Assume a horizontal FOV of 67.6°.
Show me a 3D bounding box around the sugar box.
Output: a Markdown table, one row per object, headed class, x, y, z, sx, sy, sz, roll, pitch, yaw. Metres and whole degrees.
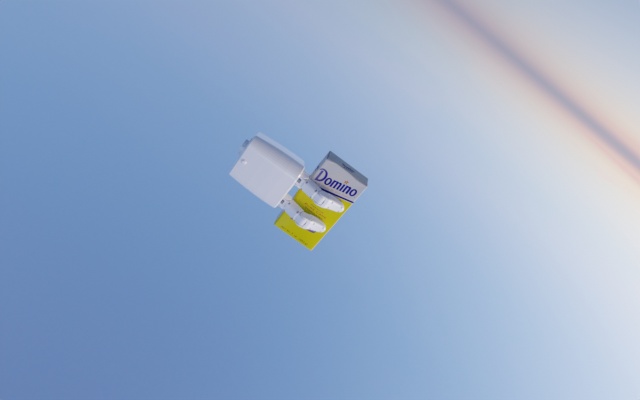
| class | x | y | z | sx | sy | sz | roll | pitch | yaw |
| --- | --- | --- | --- | --- | --- | --- | --- | --- | --- |
| sugar box | 0.000 | 0.003 | 0.898 | 0.093 | 0.176 | 0.048 | 35 | 27 | -9 |
